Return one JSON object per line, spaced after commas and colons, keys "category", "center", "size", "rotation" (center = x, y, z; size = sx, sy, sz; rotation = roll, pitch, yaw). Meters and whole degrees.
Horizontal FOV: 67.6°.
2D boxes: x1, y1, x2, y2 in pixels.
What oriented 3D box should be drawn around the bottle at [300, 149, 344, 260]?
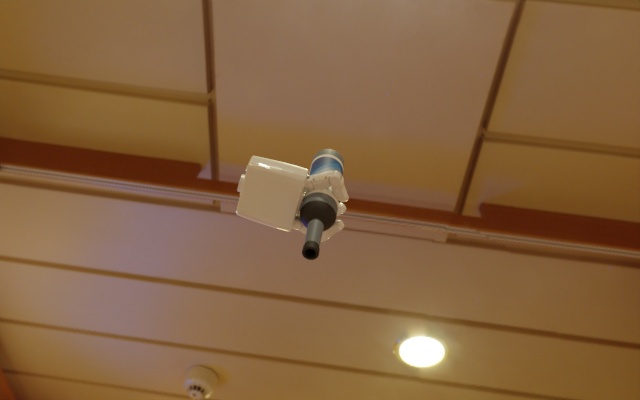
{"category": "bottle", "center": [0.000, 0.003, 0.875], "size": [0.069, 0.069, 0.295], "rotation": [0, 34, 8]}
